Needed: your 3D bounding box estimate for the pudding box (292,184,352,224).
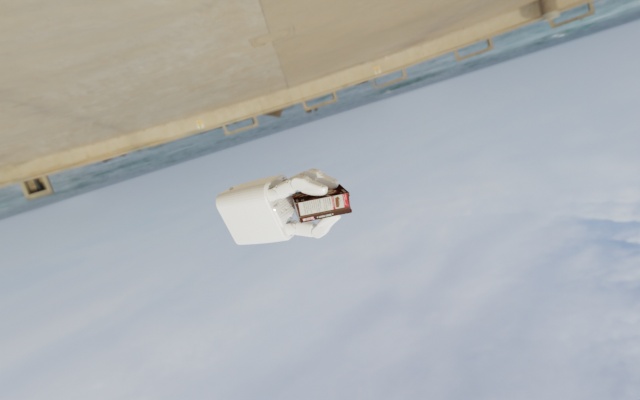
[{"bbox_3d":[0.000,0.003,0.809,0.090,0.039,0.113,-12,12,-4],"label":"pudding box"}]
